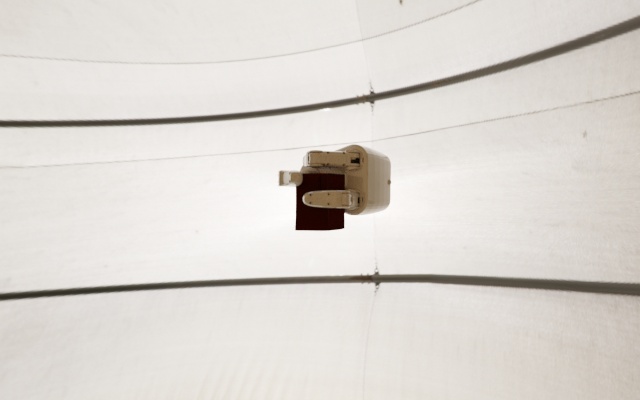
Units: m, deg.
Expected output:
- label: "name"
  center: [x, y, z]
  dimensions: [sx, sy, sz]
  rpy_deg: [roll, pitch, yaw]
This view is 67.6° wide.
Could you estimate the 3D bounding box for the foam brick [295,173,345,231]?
- label: "foam brick"
  center: [0.000, 0.002, 0.648]
  dimensions: [0.053, 0.078, 0.051]
  rpy_deg: [1, 0, 28]
